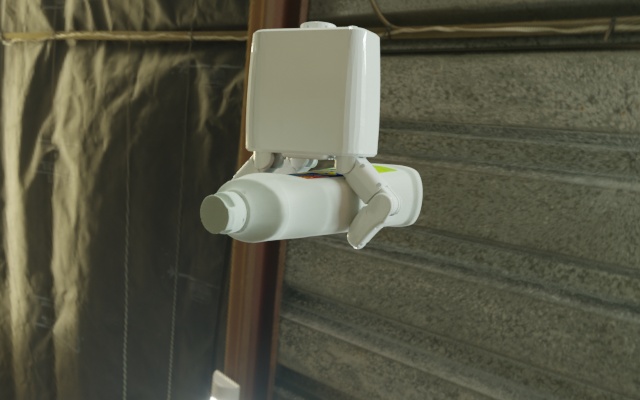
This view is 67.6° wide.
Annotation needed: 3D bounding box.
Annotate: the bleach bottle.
[{"bbox_3d":[0.000,0.001,0.440,0.102,0.068,0.251,7,8,33],"label":"bleach bottle"}]
